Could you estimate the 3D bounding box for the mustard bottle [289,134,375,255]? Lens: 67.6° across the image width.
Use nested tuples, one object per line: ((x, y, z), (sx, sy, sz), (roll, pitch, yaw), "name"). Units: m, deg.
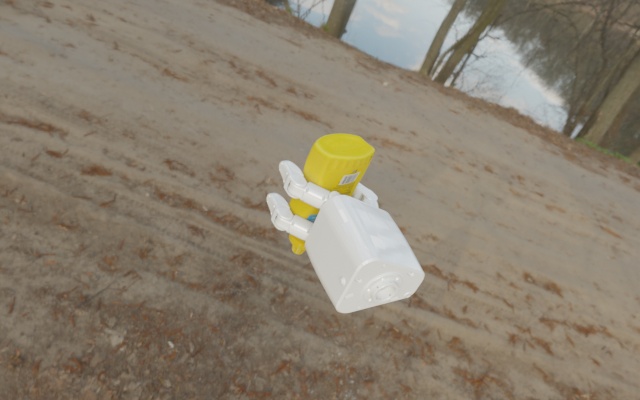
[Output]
((0.000, 0.002, 0.656), (0.096, 0.192, 0.058), (-17, 51, -46), "mustard bottle")
